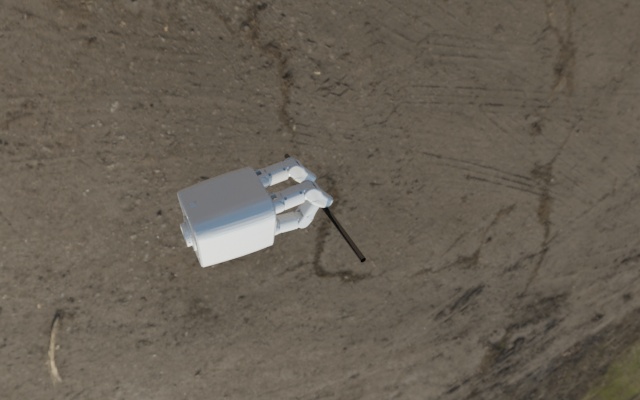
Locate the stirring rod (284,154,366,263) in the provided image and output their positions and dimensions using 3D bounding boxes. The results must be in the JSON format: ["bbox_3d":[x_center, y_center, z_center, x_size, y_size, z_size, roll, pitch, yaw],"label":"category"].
[{"bbox_3d":[0.000,0.002,0.683,0.011,0.011,0.239,0,38,-35],"label":"stirring rod"}]
